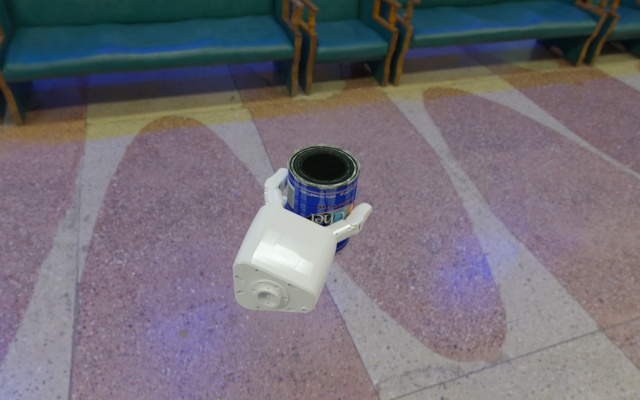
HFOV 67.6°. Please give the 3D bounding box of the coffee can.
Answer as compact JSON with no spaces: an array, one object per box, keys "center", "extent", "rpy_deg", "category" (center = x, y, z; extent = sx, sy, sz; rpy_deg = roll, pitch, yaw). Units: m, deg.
[{"center":[0.000,0.002,0.711],"extent":[0.103,0.140,0.102],"rpy_deg":[3,41,-2],"category":"coffee can"}]
